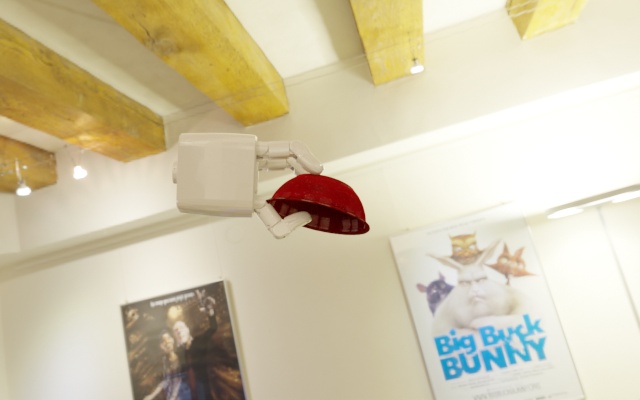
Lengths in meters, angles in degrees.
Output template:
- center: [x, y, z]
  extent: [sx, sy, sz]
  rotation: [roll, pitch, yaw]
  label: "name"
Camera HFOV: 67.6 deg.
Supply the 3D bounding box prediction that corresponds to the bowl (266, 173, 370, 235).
- center: [0.001, 0.002, 0.713]
  extent: [0.162, 0.055, 0.162]
  rotation: [13, -16, 4]
  label: "bowl"
